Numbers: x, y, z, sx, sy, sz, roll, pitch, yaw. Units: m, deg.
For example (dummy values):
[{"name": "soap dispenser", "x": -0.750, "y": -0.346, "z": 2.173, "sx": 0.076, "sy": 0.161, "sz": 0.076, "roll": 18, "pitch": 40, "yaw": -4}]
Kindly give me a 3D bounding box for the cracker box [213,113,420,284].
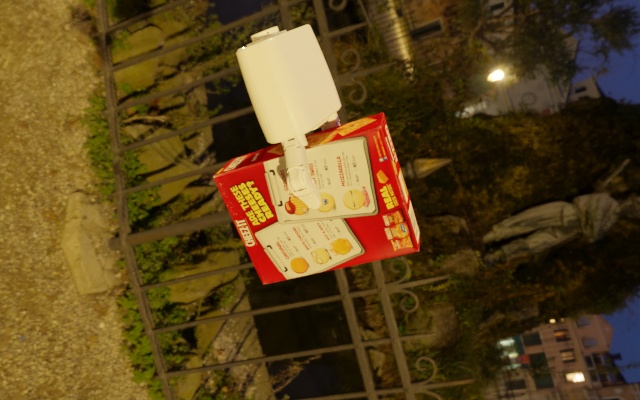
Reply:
[{"name": "cracker box", "x": 0.000, "y": 0.002, "z": 0.601, "sx": 0.214, "sy": 0.164, "sz": 0.072, "roll": -15, "pitch": 21, "yaw": 17}]
